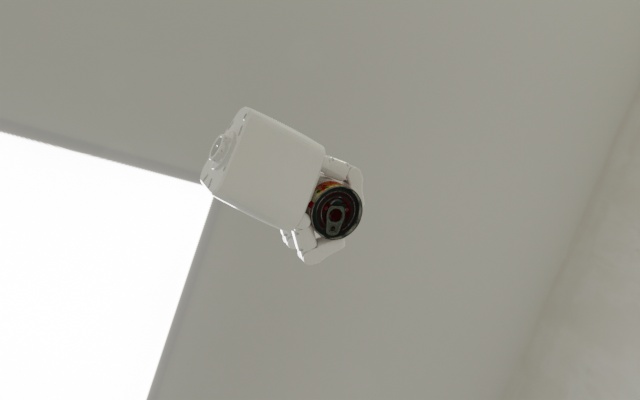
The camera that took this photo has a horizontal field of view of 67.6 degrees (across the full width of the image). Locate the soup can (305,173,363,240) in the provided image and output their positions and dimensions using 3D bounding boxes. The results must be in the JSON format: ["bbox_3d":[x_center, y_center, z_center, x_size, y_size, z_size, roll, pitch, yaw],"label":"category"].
[{"bbox_3d":[0.000,0.002,0.611,0.068,0.068,0.102,0,16,-25],"label":"soup can"}]
